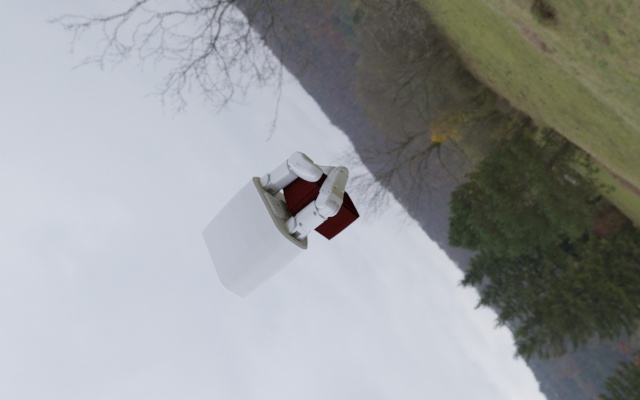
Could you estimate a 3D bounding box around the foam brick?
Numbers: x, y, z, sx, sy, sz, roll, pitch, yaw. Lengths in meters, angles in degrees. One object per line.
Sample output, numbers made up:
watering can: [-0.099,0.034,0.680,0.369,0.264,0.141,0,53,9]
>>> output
foam brick: [0.000,0.002,0.595,0.078,0.051,0.053,38,18,-34]
